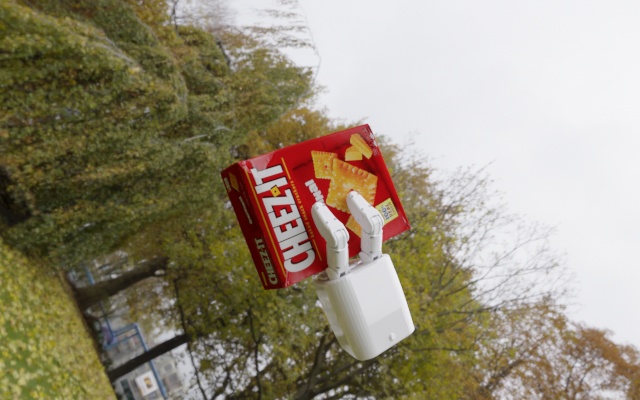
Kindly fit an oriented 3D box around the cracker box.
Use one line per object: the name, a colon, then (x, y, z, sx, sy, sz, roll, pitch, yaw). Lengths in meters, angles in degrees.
cracker box: (0.000, 0.002, 0.637, 0.213, 0.164, 0.072, -21, 0, -31)
